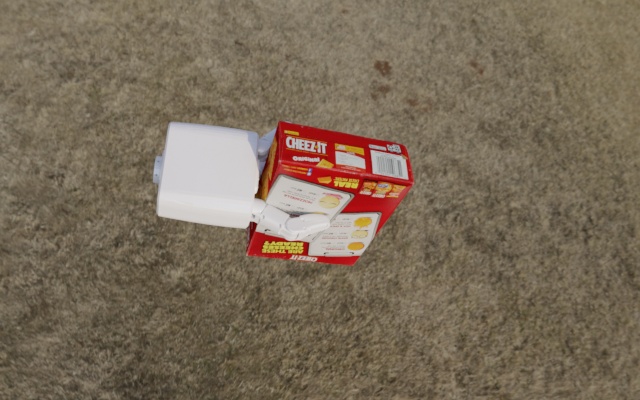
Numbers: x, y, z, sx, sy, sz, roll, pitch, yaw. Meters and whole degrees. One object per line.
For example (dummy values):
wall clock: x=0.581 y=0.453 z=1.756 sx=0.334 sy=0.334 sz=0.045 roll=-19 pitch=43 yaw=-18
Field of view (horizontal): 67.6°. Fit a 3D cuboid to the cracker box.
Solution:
cracker box: x=0.000 y=0.002 z=0.628 sx=0.164 sy=0.072 sz=0.214 roll=8 pitch=-36 yaw=-15
